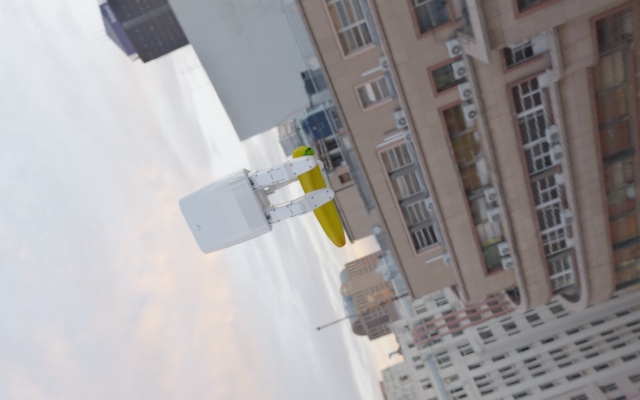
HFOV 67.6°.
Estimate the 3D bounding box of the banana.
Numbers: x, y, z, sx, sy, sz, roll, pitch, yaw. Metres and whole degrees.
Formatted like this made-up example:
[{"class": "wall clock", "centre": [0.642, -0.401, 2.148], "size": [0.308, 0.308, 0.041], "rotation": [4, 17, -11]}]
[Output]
[{"class": "banana", "centre": [-0.005, -0.011, 0.720], "size": [0.037, 0.198, 0.069], "rotation": [-22, 39, 1]}]
